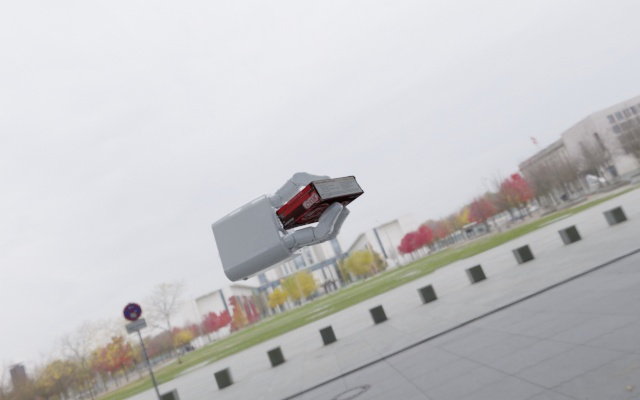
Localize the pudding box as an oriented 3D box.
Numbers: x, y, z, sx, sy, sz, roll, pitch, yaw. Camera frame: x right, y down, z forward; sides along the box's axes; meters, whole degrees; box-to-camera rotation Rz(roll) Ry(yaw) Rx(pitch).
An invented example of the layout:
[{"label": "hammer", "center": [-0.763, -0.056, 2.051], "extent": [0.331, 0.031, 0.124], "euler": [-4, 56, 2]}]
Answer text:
[{"label": "pudding box", "center": [0.000, 0.002, 0.734], "extent": [0.090, 0.039, 0.113], "euler": [-37, -14, 36]}]
